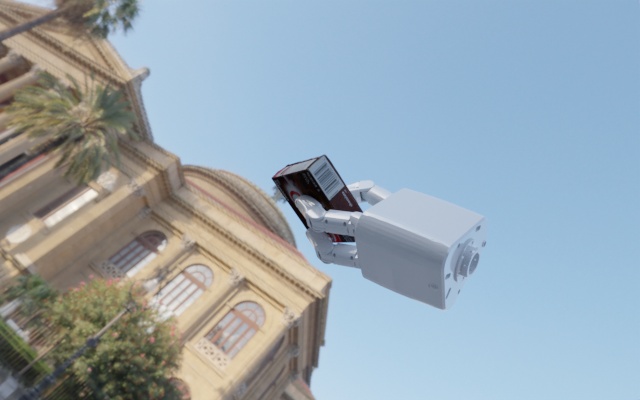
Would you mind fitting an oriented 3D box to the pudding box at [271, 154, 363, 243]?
[{"bbox_3d":[0.000,0.002,0.605,0.039,0.113,0.090,-41,18,-31],"label":"pudding box"}]
